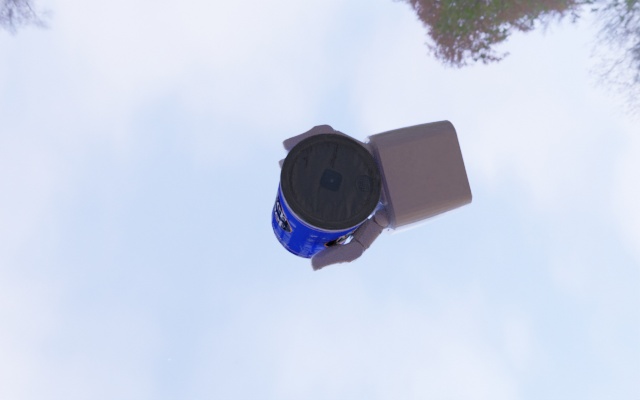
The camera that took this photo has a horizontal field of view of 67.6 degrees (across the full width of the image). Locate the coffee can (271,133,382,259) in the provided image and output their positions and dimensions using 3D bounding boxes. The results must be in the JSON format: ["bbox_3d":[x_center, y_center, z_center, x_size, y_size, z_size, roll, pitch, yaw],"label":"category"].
[{"bbox_3d":[0.000,0.002,0.535,0.103,0.102,0.140,0,-18,-10],"label":"coffee can"}]
